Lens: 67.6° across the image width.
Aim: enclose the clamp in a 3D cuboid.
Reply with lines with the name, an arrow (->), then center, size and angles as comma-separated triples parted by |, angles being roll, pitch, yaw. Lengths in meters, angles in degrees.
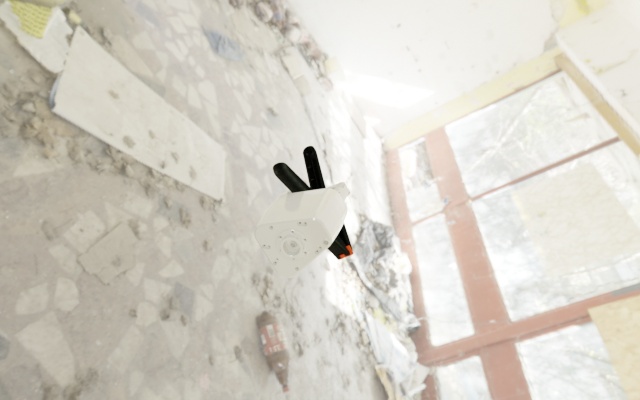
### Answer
clamp -> 0.001, 0.003, 0.831 | 0.036, 0.210, 0.164 | -24, 15, 24
